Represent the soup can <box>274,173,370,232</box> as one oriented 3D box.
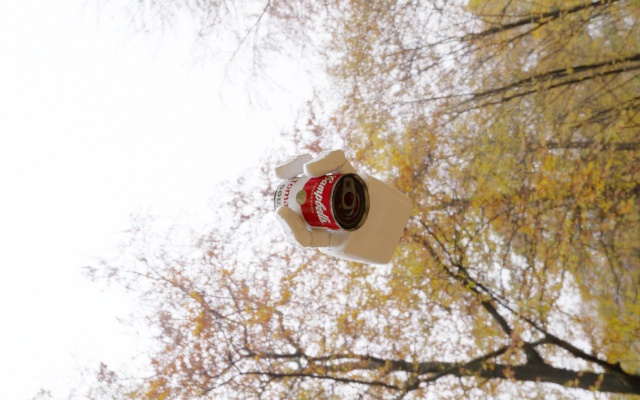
[{"bbox_3d":[0.000,0.002,0.583,0.102,0.068,0.068,0,0,45],"label":"soup can"}]
